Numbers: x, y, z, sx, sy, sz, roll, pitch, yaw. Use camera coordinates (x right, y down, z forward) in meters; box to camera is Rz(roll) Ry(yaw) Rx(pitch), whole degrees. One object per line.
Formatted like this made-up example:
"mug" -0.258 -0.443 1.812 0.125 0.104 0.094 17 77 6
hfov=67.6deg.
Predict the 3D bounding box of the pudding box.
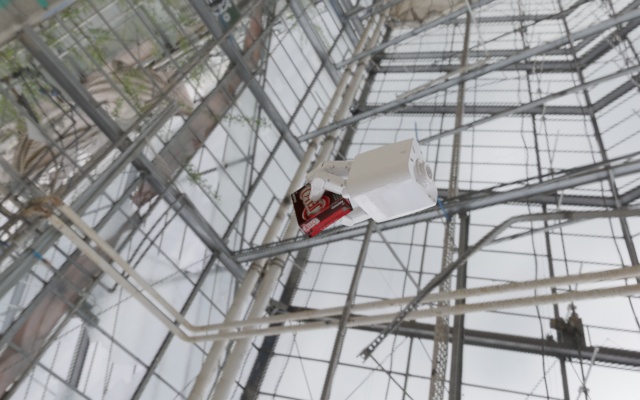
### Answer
"pudding box" 0.000 0.003 0.817 0.090 0.039 0.113 -33 28 7
